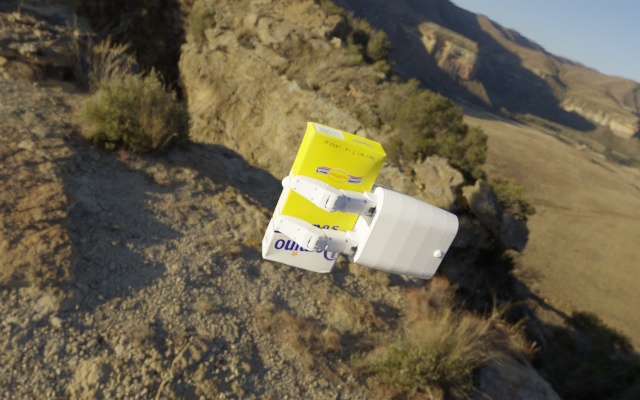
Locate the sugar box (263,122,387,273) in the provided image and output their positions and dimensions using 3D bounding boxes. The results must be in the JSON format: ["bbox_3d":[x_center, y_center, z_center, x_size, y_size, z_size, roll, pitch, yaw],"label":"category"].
[{"bbox_3d":[0.000,0.002,0.577,0.093,0.176,0.048,16,23,-15],"label":"sugar box"}]
